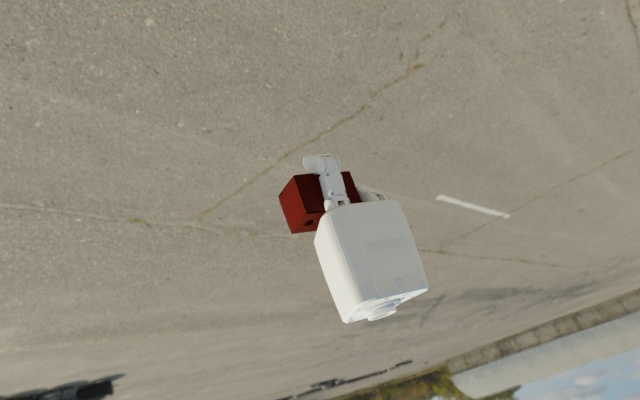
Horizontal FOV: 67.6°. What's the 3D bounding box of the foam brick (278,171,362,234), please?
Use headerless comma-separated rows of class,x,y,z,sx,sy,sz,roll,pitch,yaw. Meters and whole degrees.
foam brick,0.000,0.002,0.559,0.078,0.051,0.053,-6,-25,-28
